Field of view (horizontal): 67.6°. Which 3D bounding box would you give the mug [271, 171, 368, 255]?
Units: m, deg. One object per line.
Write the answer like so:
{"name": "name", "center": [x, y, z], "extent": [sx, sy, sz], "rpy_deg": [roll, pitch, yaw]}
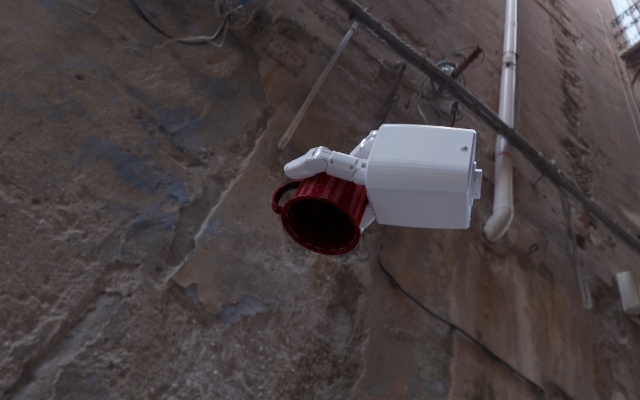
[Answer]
{"name": "mug", "center": [-0.001, 0.002, 0.562], "extent": [0.117, 0.093, 0.081], "rpy_deg": [6, 44, 19]}
